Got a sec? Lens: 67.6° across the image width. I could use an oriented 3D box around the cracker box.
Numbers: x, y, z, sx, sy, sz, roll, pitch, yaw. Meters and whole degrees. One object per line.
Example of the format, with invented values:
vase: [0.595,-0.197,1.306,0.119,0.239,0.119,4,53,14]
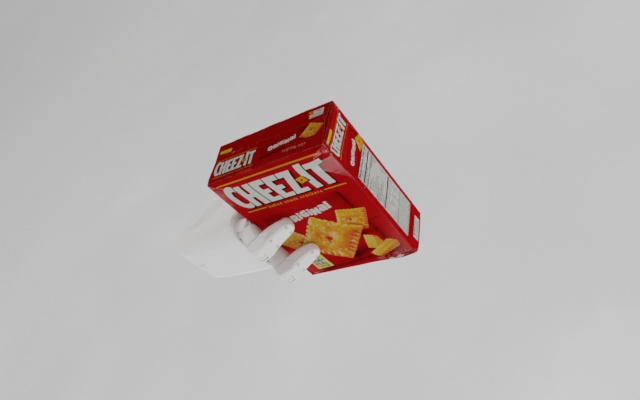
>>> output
cracker box: [0.000,0.002,0.572,0.164,0.072,0.214,-16,-44,31]
